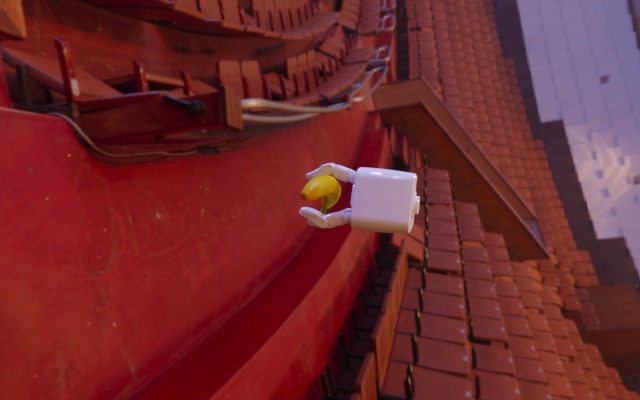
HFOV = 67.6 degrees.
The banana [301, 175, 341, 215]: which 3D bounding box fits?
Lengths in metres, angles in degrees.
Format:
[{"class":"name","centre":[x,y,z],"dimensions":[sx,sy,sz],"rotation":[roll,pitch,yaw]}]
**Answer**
[{"class":"banana","centre":[0.008,-0.014,0.881],"dimensions":[0.037,0.069,0.198],"rotation":[21,-6,14]}]
